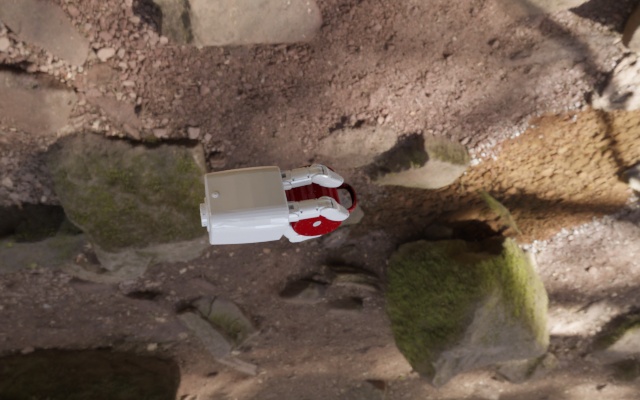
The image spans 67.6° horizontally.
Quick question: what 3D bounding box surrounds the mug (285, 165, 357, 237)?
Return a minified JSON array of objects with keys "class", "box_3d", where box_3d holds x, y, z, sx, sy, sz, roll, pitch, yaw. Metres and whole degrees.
[{"class":"mug","box_3d":[0.002,0.003,0.750,0.117,0.081,0.093,-6,-31,-13]}]
